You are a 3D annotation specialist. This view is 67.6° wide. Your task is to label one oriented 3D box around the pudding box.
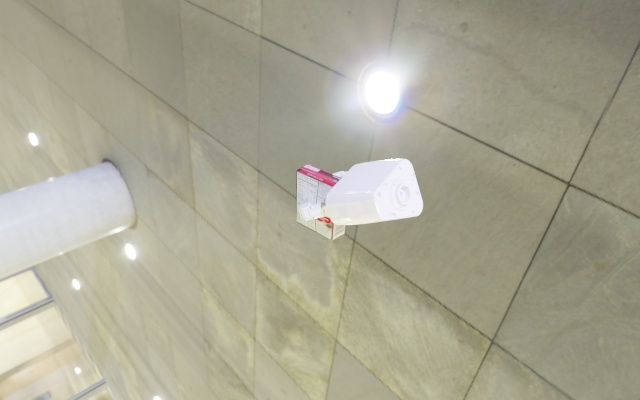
[{"bbox_3d":[0.000,0.003,0.837,0.090,0.114,0.039,27,38,34],"label":"pudding box"}]
